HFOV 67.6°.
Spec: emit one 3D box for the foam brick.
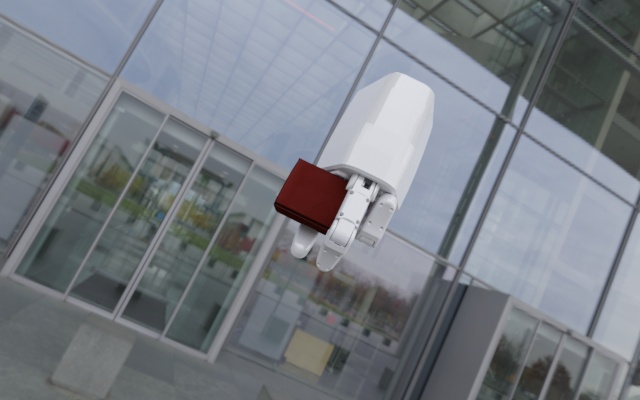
[{"bbox_3d":[0.000,0.001,0.470,0.078,0.051,0.053,26,-9,-1],"label":"foam brick"}]
